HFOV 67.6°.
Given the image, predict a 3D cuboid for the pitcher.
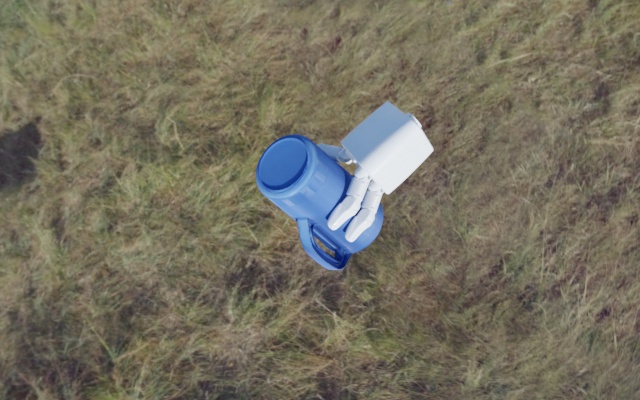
[{"bbox_3d":[0.000,0.002,0.793,0.149,0.145,0.243,52,8,37],"label":"pitcher"}]
